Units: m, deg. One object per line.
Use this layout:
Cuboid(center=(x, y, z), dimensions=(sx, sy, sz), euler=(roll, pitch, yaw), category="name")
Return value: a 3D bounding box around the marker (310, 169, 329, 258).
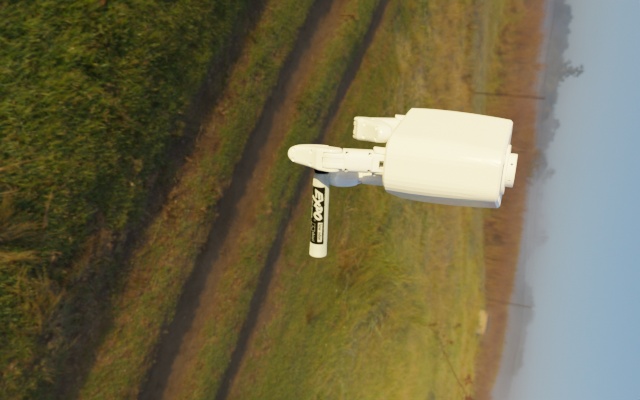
Cuboid(center=(0.000, 0.002, 0.510), dimensions=(0.020, 0.121, 0.020), euler=(2, 16, -1), category="marker")
